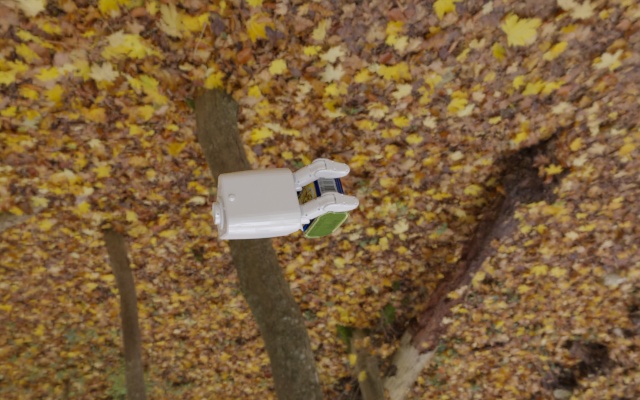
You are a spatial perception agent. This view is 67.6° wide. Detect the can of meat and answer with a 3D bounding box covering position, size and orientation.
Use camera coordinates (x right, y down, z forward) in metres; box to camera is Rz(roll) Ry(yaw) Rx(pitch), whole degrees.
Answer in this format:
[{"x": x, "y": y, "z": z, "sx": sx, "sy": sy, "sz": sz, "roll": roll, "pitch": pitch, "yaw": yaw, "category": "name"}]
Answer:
[{"x": 0.000, "y": 0.003, "z": 0.749, "sx": 0.057, "sy": 0.084, "sz": 0.102, "roll": -3, "pitch": -26, "yaw": -23, "category": "can of meat"}]
